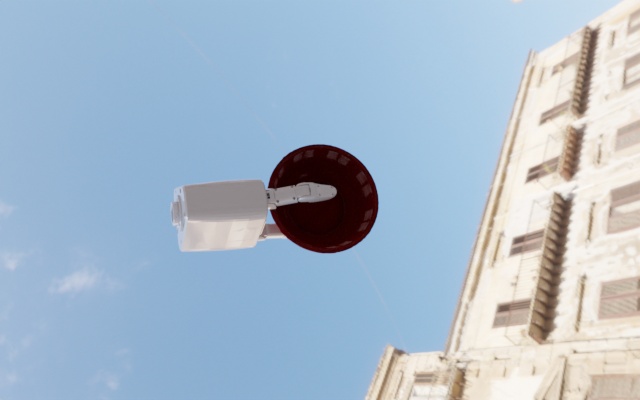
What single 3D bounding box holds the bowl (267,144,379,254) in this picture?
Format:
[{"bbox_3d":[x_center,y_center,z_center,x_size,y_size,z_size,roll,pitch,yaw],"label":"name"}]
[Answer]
[{"bbox_3d":[0.001,0.003,0.695,0.162,0.162,0.055,0,-17,-13],"label":"bowl"}]
